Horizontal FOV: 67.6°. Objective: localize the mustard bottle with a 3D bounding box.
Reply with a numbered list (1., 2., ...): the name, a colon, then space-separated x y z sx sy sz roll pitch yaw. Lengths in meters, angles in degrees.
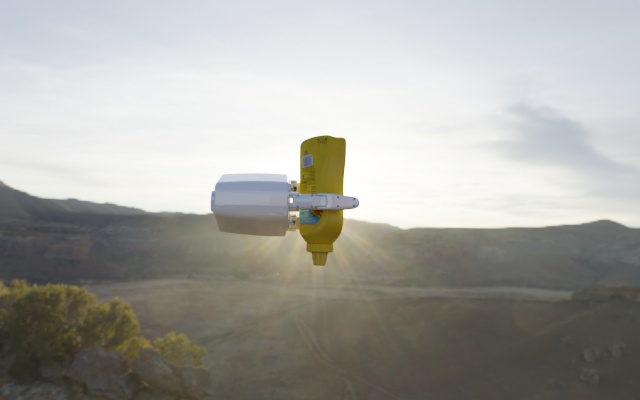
1. mustard bottle: 0.000 0.002 0.725 0.058 0.191 0.096 5 -6 -30
